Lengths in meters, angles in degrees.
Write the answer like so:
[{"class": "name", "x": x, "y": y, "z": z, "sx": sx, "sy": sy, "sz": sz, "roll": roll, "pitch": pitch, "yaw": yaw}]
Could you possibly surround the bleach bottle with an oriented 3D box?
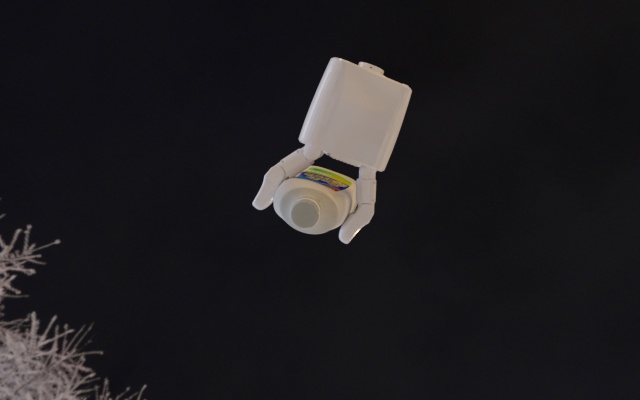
[{"class": "bleach bottle", "x": 0.000, "y": 0.002, "z": 0.607, "sx": 0.102, "sy": 0.068, "sz": 0.251, "roll": 21, "pitch": 8, "yaw": 1}]
